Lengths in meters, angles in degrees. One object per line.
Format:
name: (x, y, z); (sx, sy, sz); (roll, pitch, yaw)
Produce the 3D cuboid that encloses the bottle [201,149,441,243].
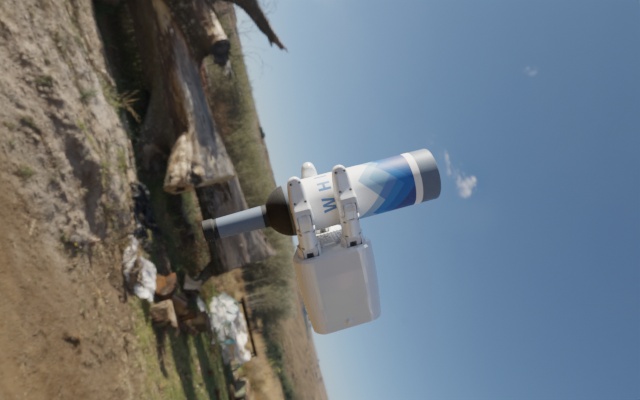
bottle: (0.000, 0.002, 0.598); (0.295, 0.069, 0.069); (-14, 2, -7)
